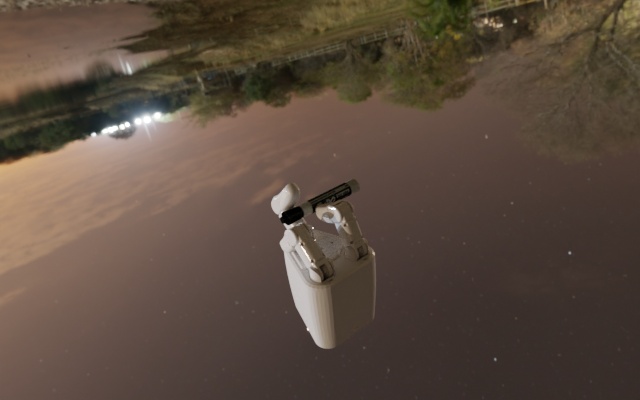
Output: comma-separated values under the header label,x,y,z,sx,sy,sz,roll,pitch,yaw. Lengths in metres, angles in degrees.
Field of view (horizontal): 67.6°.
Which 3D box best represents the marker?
label,x,y,z,sx,sy,sz,roll,pitch,yaw
marker,0.000,0.002,0.612,0.121,0.020,0.020,-26,14,-30
